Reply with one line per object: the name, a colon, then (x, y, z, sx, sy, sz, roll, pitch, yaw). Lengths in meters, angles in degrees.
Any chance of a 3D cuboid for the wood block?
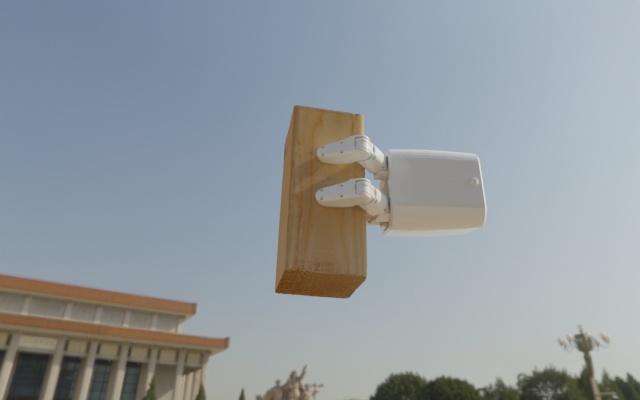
wood block: (0.000, 0.002, 0.568, 0.090, 0.206, 0.091, 6, -28, -9)
